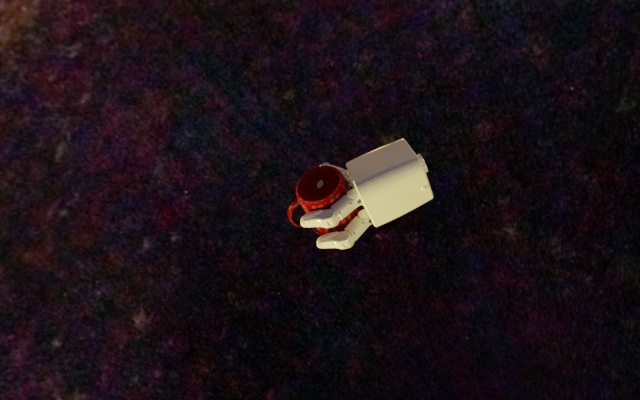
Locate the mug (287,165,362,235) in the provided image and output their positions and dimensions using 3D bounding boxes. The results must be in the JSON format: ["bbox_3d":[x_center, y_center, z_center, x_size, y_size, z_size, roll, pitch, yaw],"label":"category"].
[{"bbox_3d":[-0.001,0.003,0.780,0.117,0.093,0.082,-26,-45,5],"label":"mug"}]
